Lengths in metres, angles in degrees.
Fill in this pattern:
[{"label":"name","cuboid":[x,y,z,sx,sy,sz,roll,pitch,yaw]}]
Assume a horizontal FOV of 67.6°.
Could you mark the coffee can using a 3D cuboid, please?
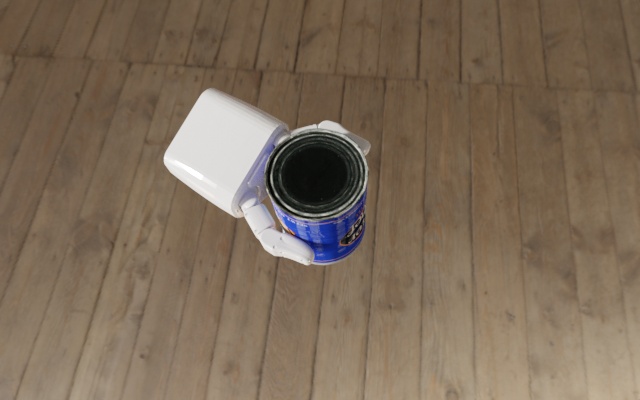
[{"label":"coffee can","cuboid":[0.000,0.002,0.526,0.103,0.102,0.140,0,-25,4]}]
